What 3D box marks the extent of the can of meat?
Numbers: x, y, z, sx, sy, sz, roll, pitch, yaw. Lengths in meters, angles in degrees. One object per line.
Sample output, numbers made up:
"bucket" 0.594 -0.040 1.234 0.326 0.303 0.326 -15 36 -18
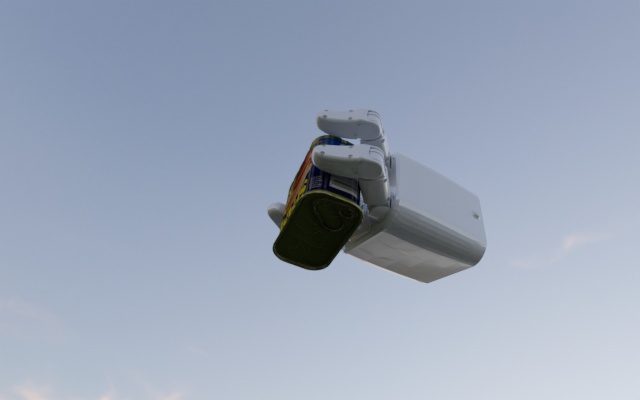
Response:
"can of meat" 0.000 0.001 0.448 0.057 0.083 0.102 21 -46 -12
